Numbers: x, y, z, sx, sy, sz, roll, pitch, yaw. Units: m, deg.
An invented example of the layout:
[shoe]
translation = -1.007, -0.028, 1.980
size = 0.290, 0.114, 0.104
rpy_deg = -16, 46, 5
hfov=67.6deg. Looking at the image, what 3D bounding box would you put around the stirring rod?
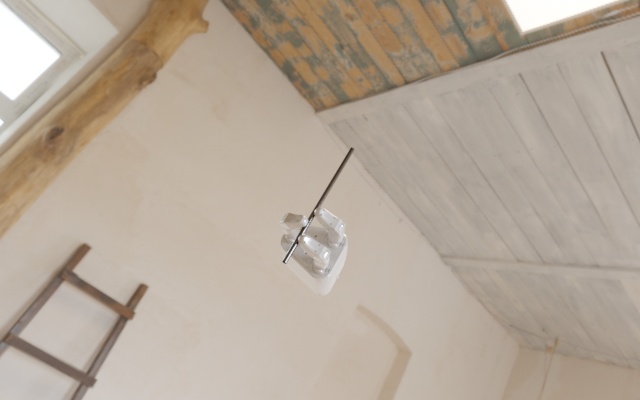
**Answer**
[stirring rod]
translation = 0.000, 0.003, 0.789
size = 0.011, 0.239, 0.011
rpy_deg = 25, -26, 13
